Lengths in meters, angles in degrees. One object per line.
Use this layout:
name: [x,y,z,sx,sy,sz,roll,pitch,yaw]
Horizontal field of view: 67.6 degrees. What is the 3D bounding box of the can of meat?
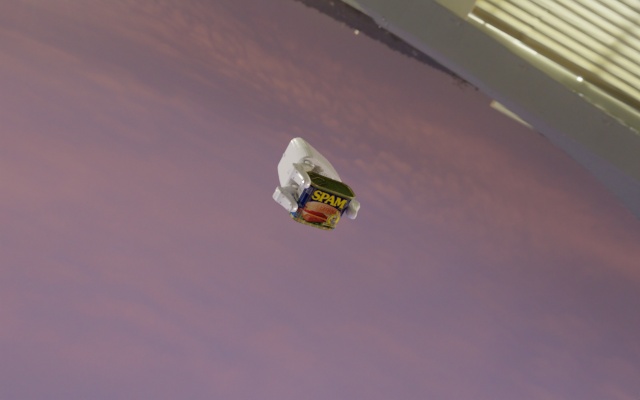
can of meat: [0.000,0.003,0.895,0.102,0.084,0.057,18,24,-27]
